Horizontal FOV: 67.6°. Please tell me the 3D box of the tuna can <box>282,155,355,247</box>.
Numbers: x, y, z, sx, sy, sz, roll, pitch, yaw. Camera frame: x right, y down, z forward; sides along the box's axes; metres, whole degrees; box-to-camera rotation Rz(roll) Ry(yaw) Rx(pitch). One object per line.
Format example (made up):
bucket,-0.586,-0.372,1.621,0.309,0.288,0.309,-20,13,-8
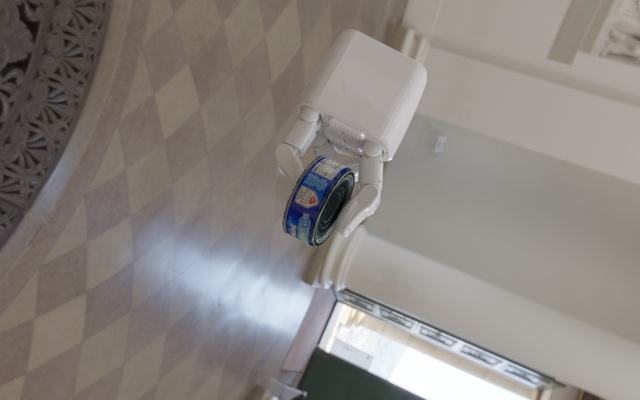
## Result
tuna can,0.001,0.002,0.467,0.033,0.086,0.086,27,8,16
